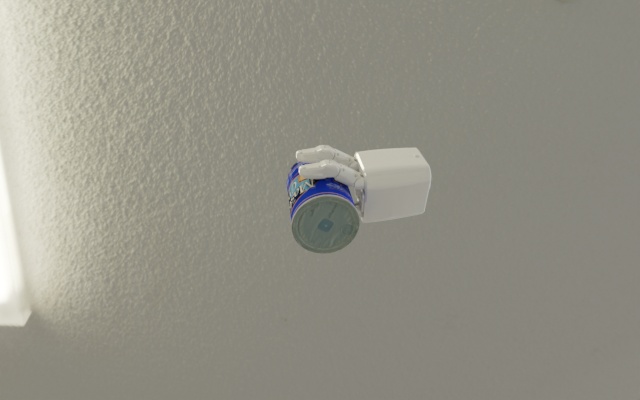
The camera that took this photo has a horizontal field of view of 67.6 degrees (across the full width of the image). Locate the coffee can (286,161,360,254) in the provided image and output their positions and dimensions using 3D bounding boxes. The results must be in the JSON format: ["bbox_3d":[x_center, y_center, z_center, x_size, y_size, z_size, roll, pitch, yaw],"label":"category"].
[{"bbox_3d":[0.000,0.003,0.767,0.103,0.103,0.140,0,31,-8],"label":"coffee can"}]
